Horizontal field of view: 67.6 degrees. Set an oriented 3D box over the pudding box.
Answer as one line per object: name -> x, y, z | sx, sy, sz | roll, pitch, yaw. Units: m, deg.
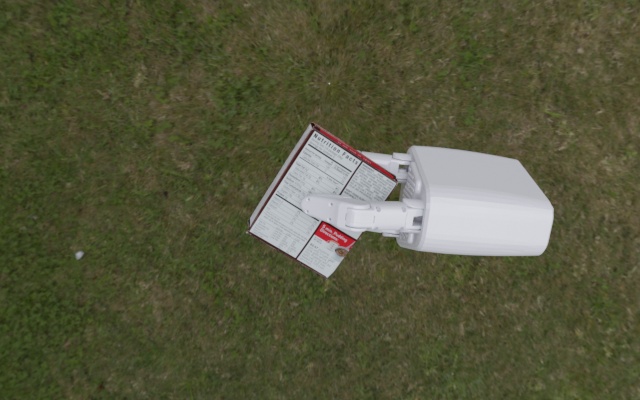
pudding box -> 0.000, 0.001, 0.425 | 0.090, 0.113, 0.039 | 32, 10, -10
